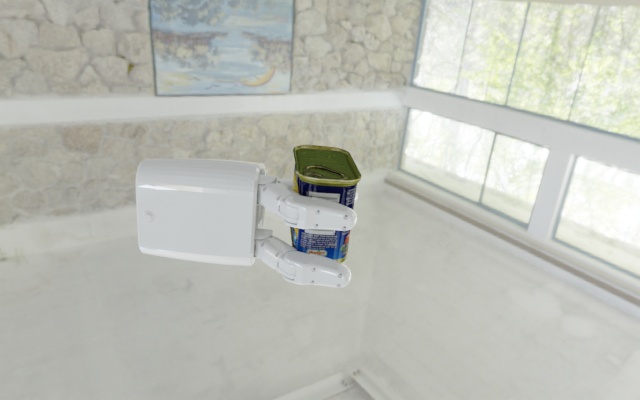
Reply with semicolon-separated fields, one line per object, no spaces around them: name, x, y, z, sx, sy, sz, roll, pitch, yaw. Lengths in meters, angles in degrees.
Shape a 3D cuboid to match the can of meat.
can of meat;0.000;0.002;0.457;0.057;0.084;0.102;4;22;-8
